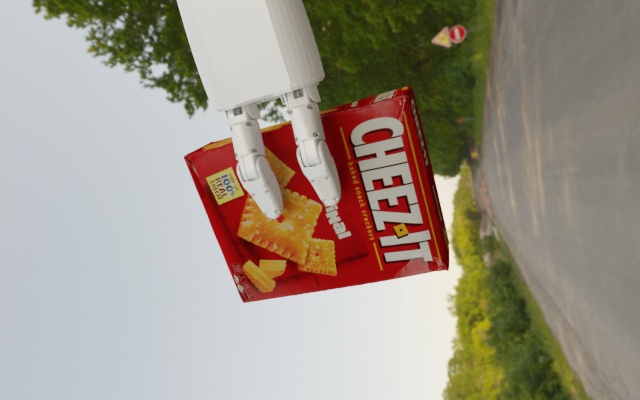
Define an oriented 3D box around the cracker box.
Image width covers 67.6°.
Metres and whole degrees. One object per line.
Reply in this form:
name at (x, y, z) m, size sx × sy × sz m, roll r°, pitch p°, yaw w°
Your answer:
cracker box at (0.000, 0.001, 0.458) m, size 0.214 × 0.164 × 0.072 m, roll -12°, pitch 16°, yaw 18°
